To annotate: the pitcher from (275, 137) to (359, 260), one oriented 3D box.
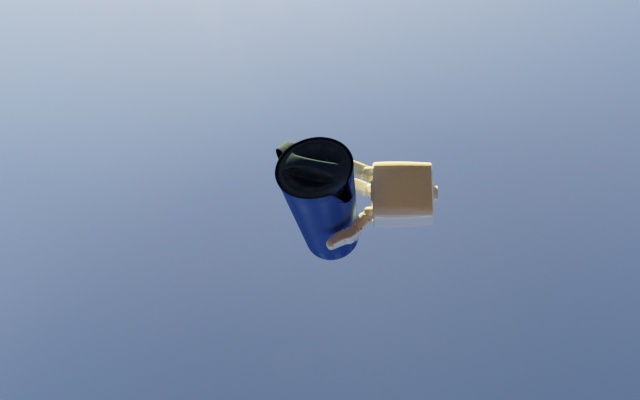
[{"bbox_3d":[0.000,0.003,0.885,0.145,0.149,0.243,-3,-36,8],"label":"pitcher"}]
